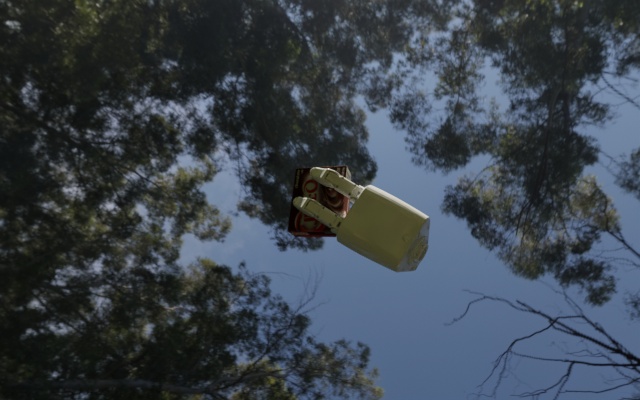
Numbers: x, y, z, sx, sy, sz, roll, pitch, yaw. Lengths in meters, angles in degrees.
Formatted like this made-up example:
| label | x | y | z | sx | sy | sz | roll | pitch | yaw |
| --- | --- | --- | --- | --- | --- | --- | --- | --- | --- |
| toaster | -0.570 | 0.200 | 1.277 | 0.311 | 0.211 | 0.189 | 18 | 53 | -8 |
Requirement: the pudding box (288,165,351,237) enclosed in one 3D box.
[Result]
| label | x | y | z | sx | sy | sz | roll | pitch | yaw |
| --- | --- | --- | --- | --- | --- | --- | --- | --- | --- |
| pudding box | 0.000 | 0.003 | 0.768 | 0.090 | 0.113 | 0.039 | -1 | -23 | 20 |
